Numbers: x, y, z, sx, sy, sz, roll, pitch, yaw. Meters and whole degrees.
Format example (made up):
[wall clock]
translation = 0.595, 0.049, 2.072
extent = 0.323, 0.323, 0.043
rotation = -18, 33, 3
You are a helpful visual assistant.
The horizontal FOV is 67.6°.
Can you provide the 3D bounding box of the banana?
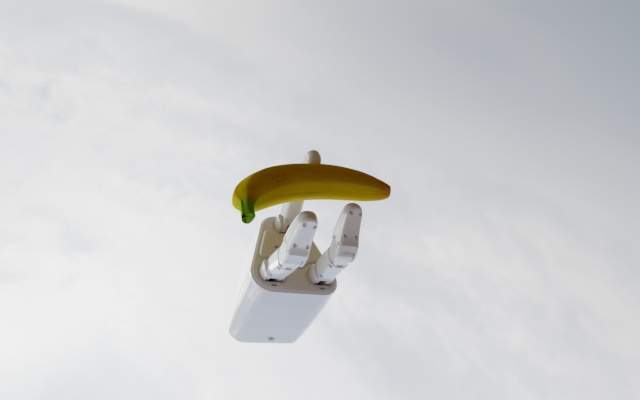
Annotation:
[banana]
translation = -0.014, -0.010, 0.470
extent = 0.198, 0.037, 0.069
rotation = -11, 47, -43
